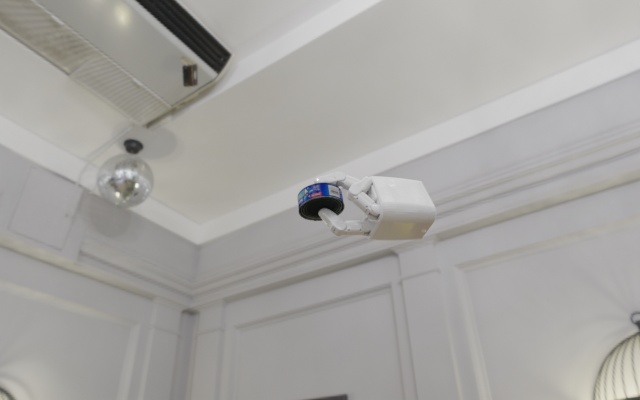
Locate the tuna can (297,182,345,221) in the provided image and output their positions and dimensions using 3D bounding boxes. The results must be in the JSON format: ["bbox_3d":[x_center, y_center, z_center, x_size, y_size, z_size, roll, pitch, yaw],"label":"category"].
[{"bbox_3d":[0.000,0.002,0.886,0.086,0.033,0.086,-6,-31,-4],"label":"tuna can"}]
